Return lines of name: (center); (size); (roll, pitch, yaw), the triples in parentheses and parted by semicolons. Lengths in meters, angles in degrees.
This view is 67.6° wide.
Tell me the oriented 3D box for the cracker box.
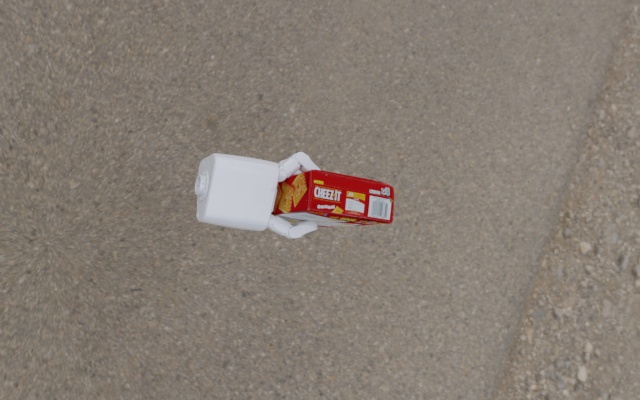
cracker box: (0.000, 0.003, 0.839); (0.164, 0.072, 0.214); (9, -9, -29)
